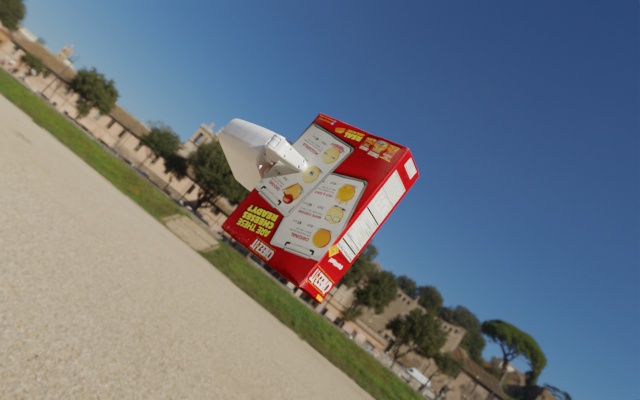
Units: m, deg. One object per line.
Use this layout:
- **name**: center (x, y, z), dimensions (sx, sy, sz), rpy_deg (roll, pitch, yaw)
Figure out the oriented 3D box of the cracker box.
- **cracker box**: center (0.000, 0.002, 0.627), dimensions (0.164, 0.213, 0.072), rpy_deg (30, -15, 39)
